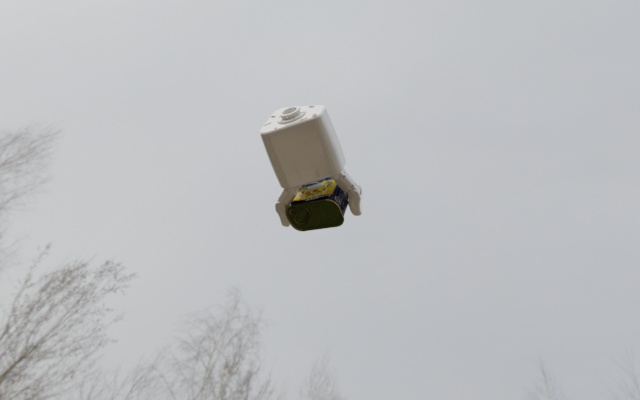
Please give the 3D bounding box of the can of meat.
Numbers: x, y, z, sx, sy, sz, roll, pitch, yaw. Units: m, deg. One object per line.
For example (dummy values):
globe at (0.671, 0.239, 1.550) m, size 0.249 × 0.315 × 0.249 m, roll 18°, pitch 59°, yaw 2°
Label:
can of meat at (0.000, 0.003, 0.840) m, size 0.102 × 0.057 × 0.084 m, roll -10°, pitch 33°, yaw 25°
